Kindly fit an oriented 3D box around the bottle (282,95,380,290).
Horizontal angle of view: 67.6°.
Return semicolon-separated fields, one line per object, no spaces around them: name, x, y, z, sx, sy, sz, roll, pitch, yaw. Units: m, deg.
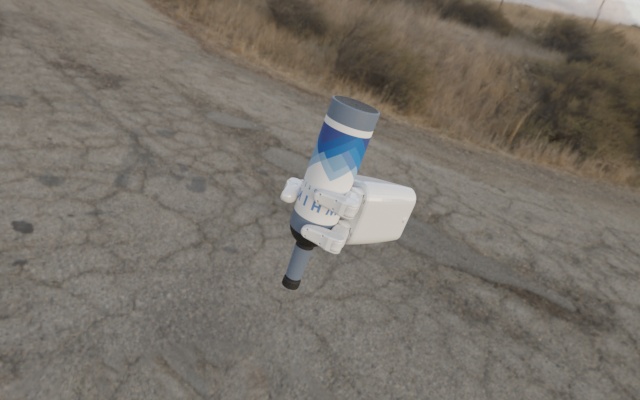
bottle;0.000;0.002;0.680;0.069;0.296;0.069;17;23;-7
